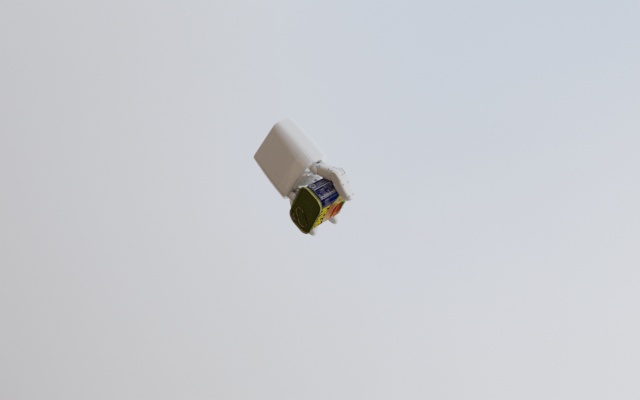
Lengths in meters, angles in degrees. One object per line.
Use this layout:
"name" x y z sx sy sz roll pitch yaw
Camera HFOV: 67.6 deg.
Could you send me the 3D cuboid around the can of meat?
"can of meat" 0.000 0.003 0.867 0.084 0.057 0.102 -30 -21 -36
